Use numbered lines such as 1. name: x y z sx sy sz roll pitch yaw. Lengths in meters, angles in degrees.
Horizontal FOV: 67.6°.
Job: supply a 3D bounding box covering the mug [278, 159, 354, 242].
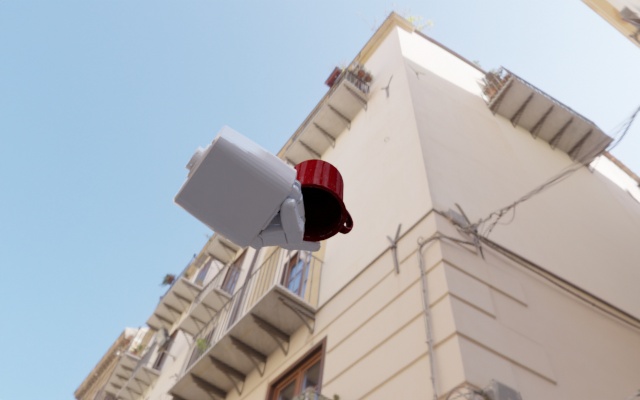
1. mug: 0.001 0.003 0.660 0.117 0.093 0.081 34 29 -17
